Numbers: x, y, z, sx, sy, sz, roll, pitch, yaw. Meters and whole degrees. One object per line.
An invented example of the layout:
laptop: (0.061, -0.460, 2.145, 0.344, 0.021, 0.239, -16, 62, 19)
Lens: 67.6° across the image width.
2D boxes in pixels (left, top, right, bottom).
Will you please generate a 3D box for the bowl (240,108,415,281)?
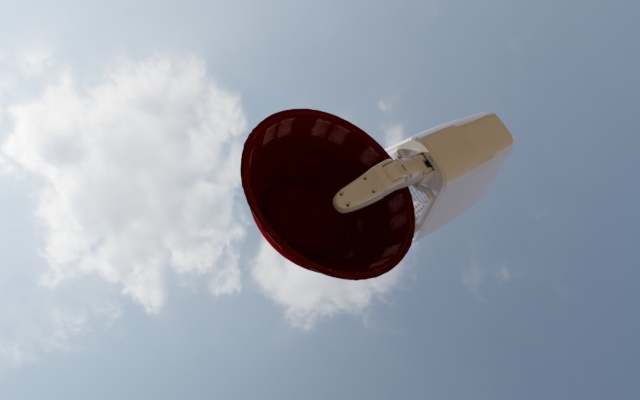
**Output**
bowl: (-0.001, 0.002, 0.409, 0.162, 0.162, 0.055, 0, -29, -32)
